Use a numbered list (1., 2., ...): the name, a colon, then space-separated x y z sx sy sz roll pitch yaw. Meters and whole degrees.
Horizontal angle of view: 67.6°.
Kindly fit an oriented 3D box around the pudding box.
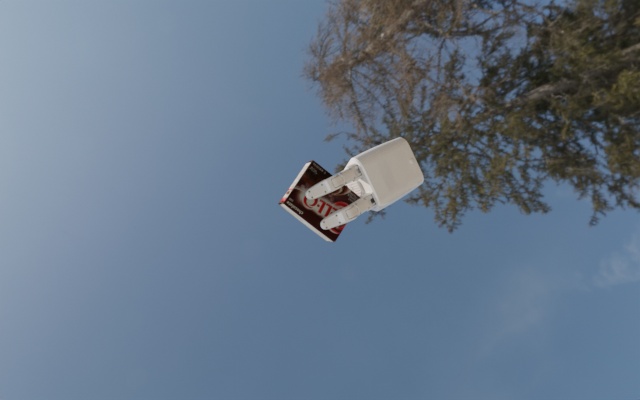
1. pudding box: 0.000 0.003 0.796 0.113 0.090 0.039 37 -16 -13
